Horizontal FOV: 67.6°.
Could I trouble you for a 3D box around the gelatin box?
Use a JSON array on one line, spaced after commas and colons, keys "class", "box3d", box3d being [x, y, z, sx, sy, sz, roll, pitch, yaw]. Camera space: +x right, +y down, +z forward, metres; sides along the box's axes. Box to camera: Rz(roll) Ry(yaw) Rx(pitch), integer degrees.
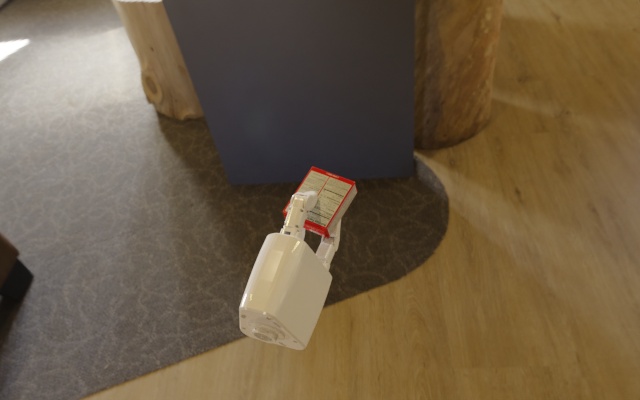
[{"class": "gelatin box", "box3d": [0.000, 0.002, 0.685, 0.073, 0.089, 0.030, 21, -25, 24]}]
